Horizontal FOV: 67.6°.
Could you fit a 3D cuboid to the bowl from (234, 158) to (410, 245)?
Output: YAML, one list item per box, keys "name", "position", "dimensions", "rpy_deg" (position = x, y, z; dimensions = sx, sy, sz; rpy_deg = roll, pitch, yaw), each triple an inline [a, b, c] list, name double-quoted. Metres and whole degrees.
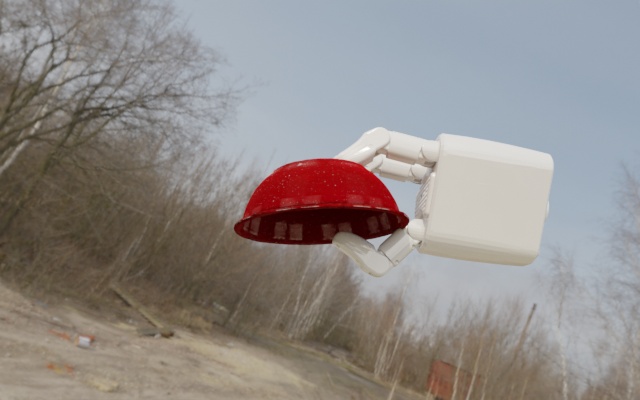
- name: "bowl"
  position: [-0.001, 0.001, 0.449]
  dimensions: [0.162, 0.055, 0.162]
  rpy_deg: [-3, -15, -1]
